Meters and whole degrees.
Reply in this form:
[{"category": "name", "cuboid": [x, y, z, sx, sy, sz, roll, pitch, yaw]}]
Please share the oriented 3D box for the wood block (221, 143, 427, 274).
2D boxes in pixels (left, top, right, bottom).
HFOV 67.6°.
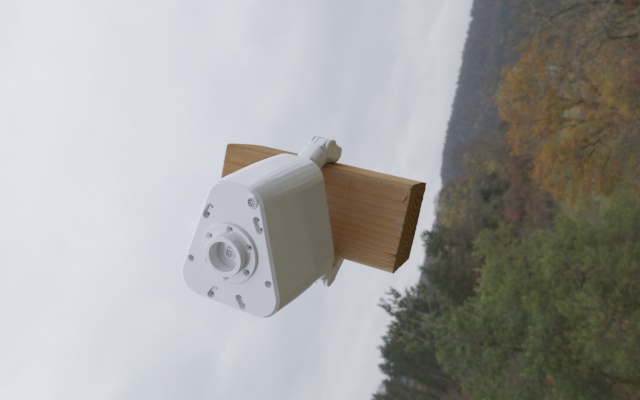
[{"category": "wood block", "cuboid": [0.000, 0.001, 0.526, 0.206, 0.091, 0.090, 15, 9, 20]}]
